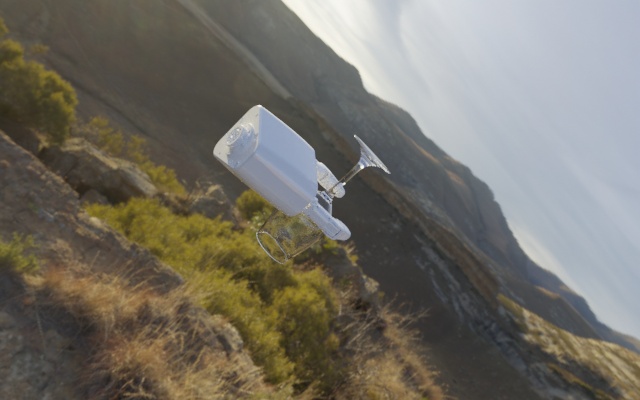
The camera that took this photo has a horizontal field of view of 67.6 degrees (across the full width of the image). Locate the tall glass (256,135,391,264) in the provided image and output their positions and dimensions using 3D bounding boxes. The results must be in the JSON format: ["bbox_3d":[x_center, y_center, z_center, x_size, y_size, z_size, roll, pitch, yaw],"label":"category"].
[{"bbox_3d":[0.001,0.002,0.678,0.201,0.079,0.079,-43,-10,11],"label":"tall glass"}]
